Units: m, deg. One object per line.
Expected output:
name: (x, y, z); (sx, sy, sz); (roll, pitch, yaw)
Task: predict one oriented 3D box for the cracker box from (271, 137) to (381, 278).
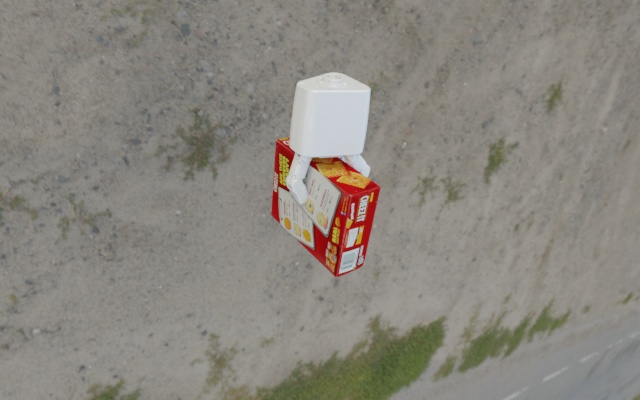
cracker box: (0.000, 0.003, 0.832); (0.072, 0.164, 0.213); (-15, 38, -33)
